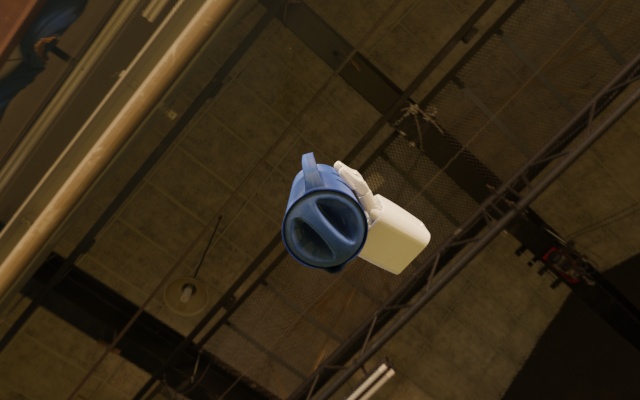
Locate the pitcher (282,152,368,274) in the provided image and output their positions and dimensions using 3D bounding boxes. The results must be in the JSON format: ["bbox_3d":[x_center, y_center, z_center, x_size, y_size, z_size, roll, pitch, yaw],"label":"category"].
[{"bbox_3d":[0.000,0.003,0.837,0.145,0.149,0.242,28,14,-11],"label":"pitcher"}]
